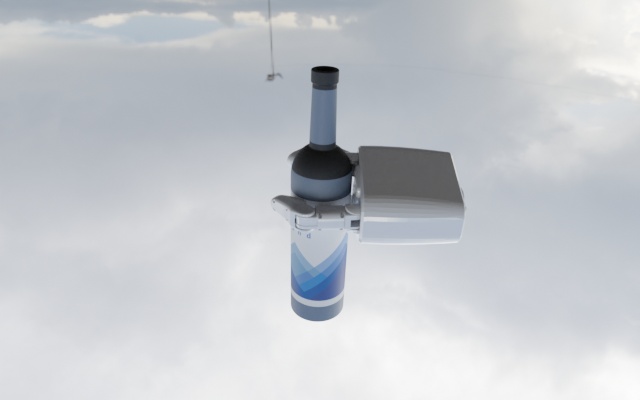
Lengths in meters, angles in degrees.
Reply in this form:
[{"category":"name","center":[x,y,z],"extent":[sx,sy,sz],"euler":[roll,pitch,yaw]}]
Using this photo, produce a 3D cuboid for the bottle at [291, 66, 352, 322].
[{"category":"bottle","center":[0.000,0.002,0.532],"extent":[0.069,0.296,0.069],"euler":[2,29,-1]}]
